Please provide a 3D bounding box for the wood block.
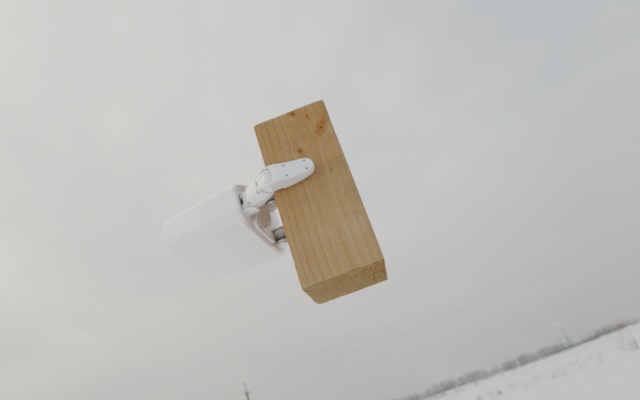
[{"bbox_3d":[0.000,0.002,0.555,0.090,0.206,0.091,-20,-24,3],"label":"wood block"}]
